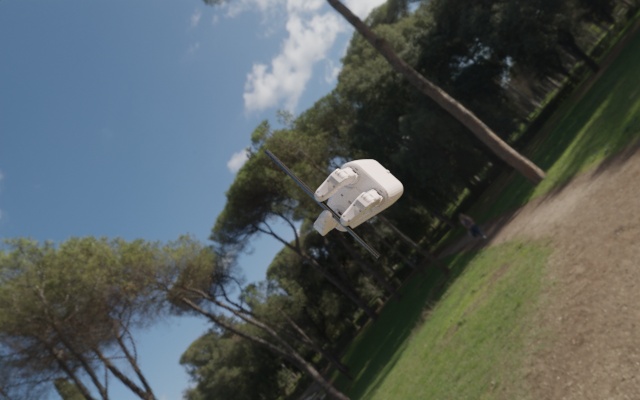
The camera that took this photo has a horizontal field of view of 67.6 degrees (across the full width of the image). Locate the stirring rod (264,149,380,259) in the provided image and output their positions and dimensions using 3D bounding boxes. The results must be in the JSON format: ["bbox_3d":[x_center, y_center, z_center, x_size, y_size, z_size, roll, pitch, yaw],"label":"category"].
[{"bbox_3d":[0.000,0.002,0.726,0.239,0.011,0.011,43,11,12],"label":"stirring rod"}]
